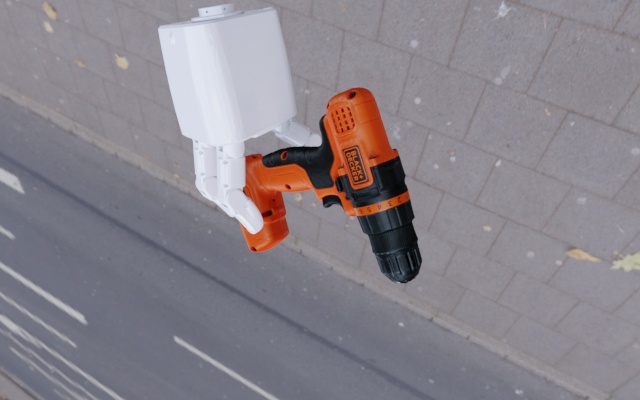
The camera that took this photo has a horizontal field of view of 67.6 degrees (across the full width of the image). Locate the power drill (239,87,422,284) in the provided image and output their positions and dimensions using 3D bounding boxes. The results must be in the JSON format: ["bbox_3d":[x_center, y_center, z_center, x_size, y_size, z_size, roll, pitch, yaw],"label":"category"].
[{"bbox_3d":[0.000,0.001,0.478,0.188,0.184,0.057,-14,5,35],"label":"power drill"}]
